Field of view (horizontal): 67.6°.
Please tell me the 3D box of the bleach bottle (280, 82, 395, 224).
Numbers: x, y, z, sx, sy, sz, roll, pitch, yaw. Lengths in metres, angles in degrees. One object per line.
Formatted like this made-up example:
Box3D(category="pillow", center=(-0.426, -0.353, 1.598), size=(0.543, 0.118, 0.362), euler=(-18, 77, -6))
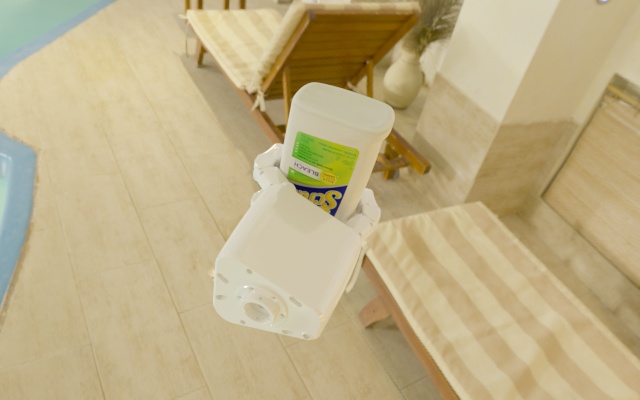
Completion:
Box3D(category="bleach bottle", center=(0.000, 0.002, 0.535), size=(0.102, 0.251, 0.068), euler=(20, 40, 9))
